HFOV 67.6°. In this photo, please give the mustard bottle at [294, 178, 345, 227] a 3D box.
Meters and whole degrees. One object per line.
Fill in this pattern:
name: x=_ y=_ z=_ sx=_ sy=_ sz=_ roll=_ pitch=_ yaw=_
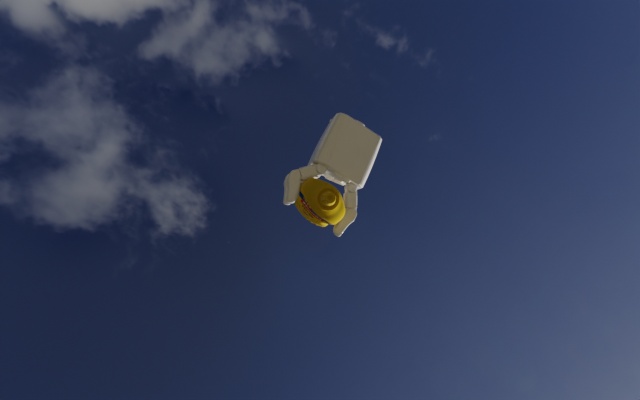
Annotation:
mustard bottle: x=0.000 y=0.003 z=0.886 sx=0.058 sy=0.096 sz=0.191 roll=-41 pitch=4 yaw=-11
